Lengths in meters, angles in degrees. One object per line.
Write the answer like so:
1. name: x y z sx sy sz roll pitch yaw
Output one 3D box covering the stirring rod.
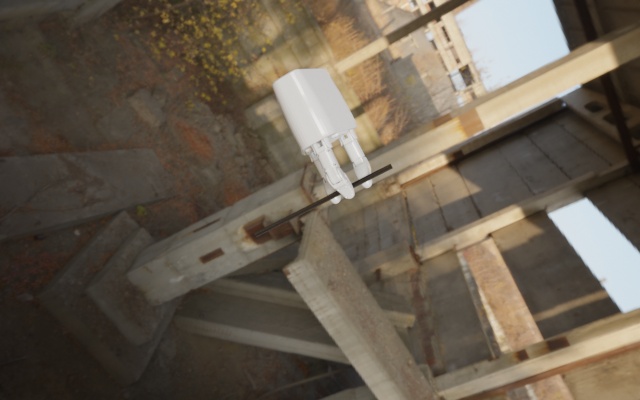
1. stirring rod: 0.000 0.002 0.727 0.239 0.011 0.011 -27 -8 16
